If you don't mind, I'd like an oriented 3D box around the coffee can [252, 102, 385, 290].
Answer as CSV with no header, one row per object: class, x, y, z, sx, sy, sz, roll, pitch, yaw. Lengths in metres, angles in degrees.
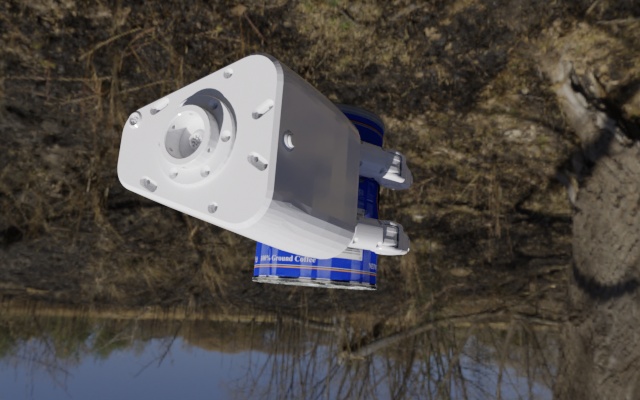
coffee can,0.000,0.001,0.405,0.103,0.140,0.103,4,-11,1
